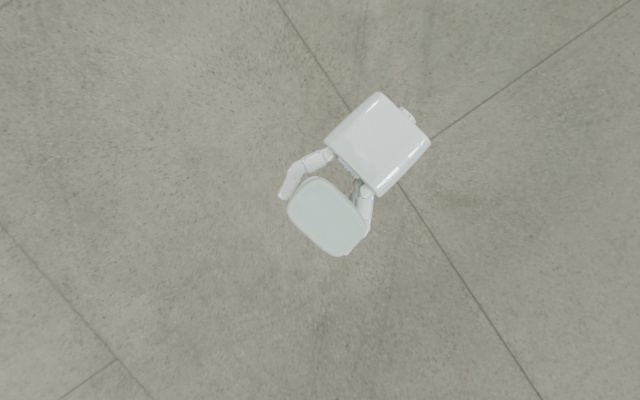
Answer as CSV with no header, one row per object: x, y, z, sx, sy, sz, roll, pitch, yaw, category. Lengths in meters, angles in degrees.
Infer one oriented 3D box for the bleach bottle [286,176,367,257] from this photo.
0.000,0.002,0.692,0.102,0.068,0.250,45,4,-10,bleach bottle
